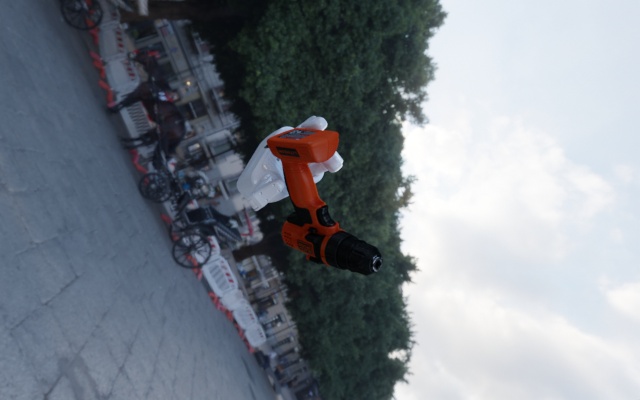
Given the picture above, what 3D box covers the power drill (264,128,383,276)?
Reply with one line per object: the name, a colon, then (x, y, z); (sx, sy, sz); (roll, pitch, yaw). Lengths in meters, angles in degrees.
power drill: (0.000, 0.002, 0.638); (0.057, 0.188, 0.184); (-27, 28, -36)
